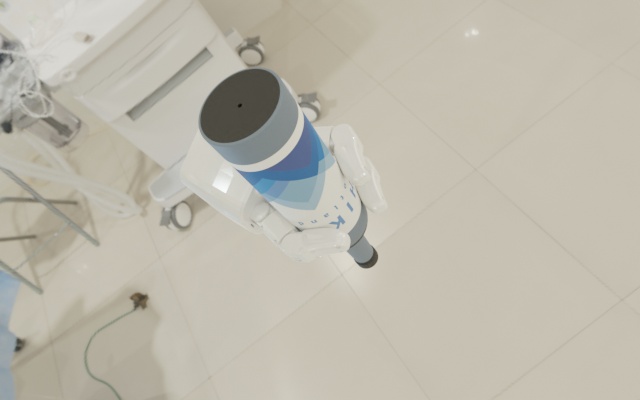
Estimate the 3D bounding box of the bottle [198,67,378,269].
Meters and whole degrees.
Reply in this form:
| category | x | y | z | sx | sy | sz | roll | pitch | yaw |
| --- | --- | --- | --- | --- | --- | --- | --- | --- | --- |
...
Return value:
| category | x | y | z | sx | sy | sz | roll | pitch | yaw |
| --- | --- | --- | --- | --- | --- | --- | --- | --- | --- |
| bottle | 0.000 | 0.001 | 0.442 | 0.069 | 0.069 | 0.296 | 0 | -27 | 25 |
